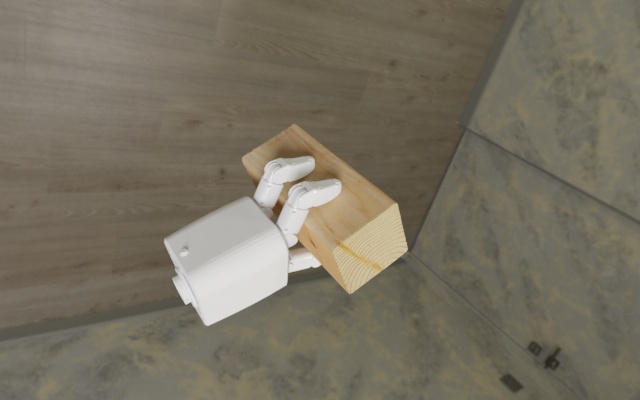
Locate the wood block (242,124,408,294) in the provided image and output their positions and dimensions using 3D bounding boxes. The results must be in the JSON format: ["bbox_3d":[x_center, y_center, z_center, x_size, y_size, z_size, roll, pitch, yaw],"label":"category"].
[{"bbox_3d":[0.000,0.002,0.585,0.090,0.091,0.206,-35,48,-13],"label":"wood block"}]
